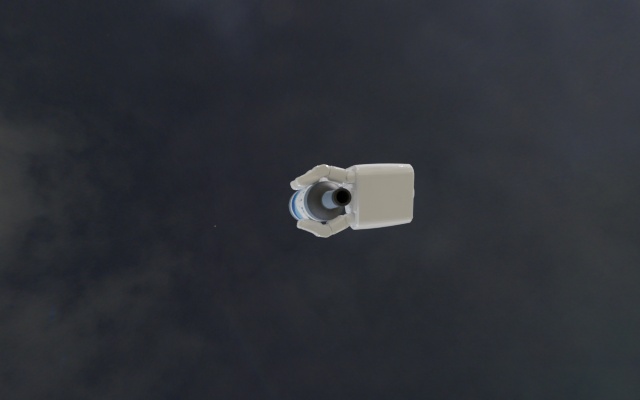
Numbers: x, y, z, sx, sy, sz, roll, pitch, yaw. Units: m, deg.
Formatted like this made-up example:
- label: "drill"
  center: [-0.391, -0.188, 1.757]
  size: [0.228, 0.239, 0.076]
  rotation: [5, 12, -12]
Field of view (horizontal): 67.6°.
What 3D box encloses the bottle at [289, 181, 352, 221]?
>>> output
- label: "bottle"
  center: [0.000, 0.003, 0.827]
  size: [0.069, 0.069, 0.296]
  rotation: [0, -3, -12]
